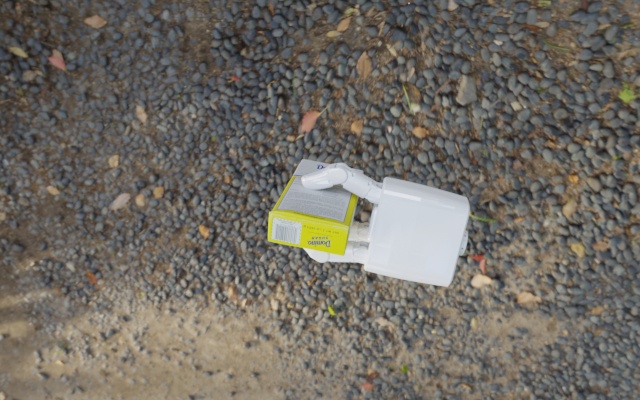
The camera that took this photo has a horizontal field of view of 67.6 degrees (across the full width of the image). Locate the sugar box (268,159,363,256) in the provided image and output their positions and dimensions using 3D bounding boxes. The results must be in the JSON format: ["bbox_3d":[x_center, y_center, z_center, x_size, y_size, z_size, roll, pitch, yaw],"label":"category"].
[{"bbox_3d":[0.000,0.003,0.613,0.093,0.048,0.176,12,24,6],"label":"sugar box"}]
